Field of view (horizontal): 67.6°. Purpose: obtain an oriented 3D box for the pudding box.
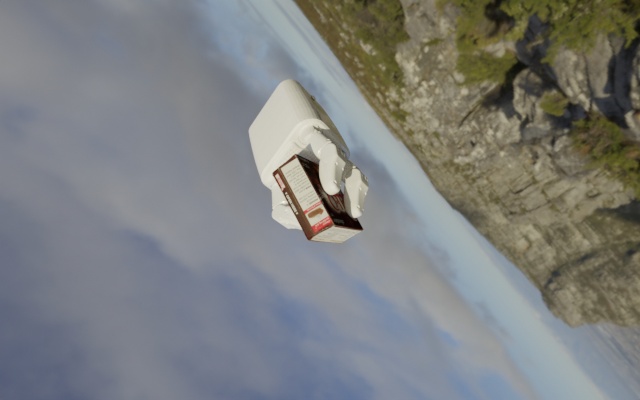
[{"bbox_3d":[0.000,0.002,0.544,0.039,0.090,0.113,-34,-16,16],"label":"pudding box"}]
